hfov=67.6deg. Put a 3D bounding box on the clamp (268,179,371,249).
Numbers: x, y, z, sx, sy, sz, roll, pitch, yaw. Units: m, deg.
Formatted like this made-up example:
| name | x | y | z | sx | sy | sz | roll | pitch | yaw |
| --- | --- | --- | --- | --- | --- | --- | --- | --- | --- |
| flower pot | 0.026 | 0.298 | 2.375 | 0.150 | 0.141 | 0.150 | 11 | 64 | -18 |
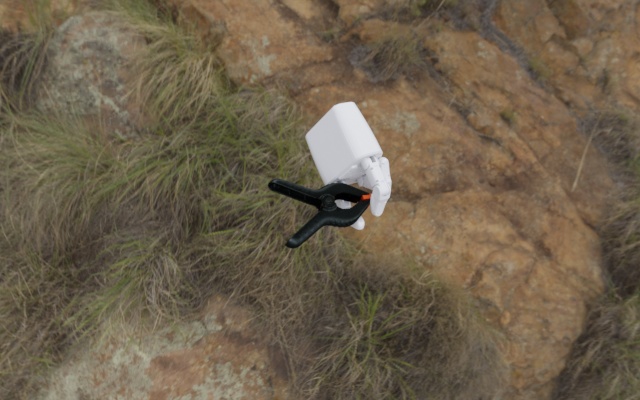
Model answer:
| name | x | y | z | sx | sy | sz | roll | pitch | yaw |
| --- | --- | --- | --- | --- | --- | --- | --- | --- | --- |
| clamp | 0.000 | 0.002 | 0.769 | 0.171 | 0.120 | 0.039 | -15 | -19 | -28 |
